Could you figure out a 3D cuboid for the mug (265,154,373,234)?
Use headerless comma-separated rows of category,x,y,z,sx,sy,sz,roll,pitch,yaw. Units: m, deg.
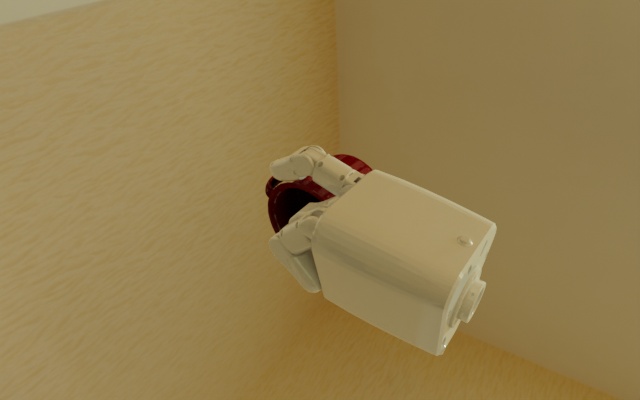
mug,-0.001,0.001,0.472,0.117,0.093,0.081,27,43,26
